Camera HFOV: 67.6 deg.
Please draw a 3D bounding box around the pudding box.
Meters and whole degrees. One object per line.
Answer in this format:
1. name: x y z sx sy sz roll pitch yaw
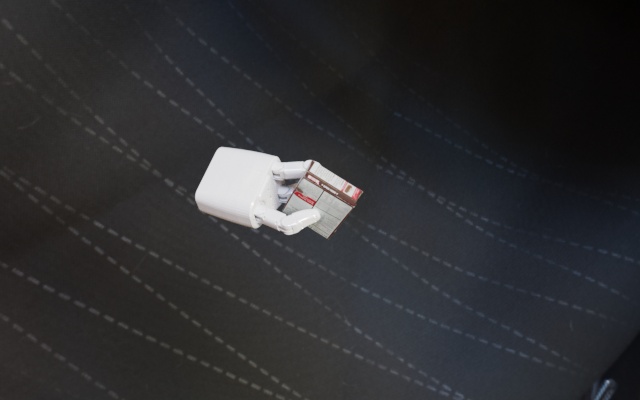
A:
1. pudding box: 0.000 0.002 0.732 0.090 0.039 0.113 31 -35 -3
